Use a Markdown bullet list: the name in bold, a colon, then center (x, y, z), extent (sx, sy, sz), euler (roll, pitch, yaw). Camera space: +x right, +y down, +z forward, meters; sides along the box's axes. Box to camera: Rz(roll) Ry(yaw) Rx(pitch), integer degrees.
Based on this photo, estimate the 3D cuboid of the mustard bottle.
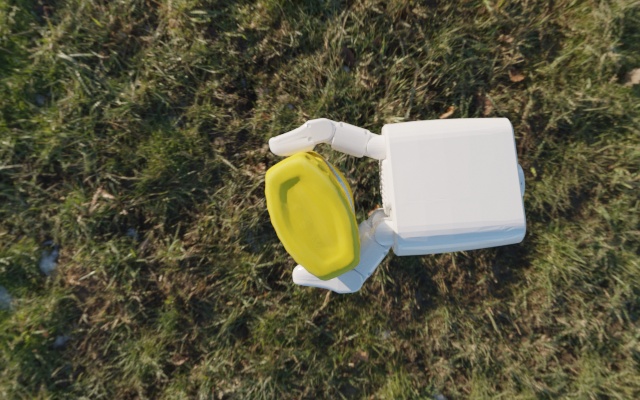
- **mustard bottle**: center (0.000, 0.002, 0.438), extent (0.058, 0.096, 0.191), euler (-29, 5, 7)
